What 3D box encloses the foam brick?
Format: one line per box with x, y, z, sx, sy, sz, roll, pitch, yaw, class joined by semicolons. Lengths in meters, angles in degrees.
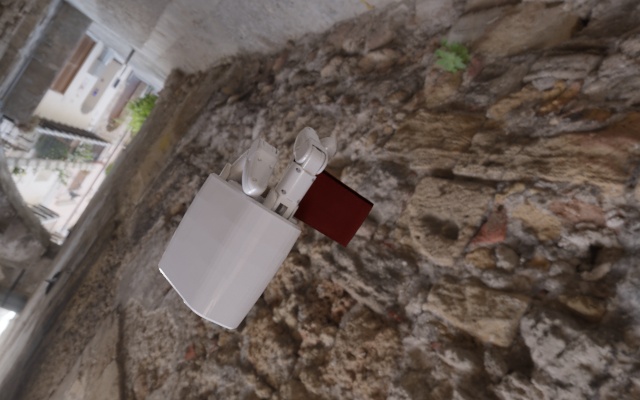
0.000;0.002;0.466;0.078;0.051;0.053;33;-3;-26;foam brick
